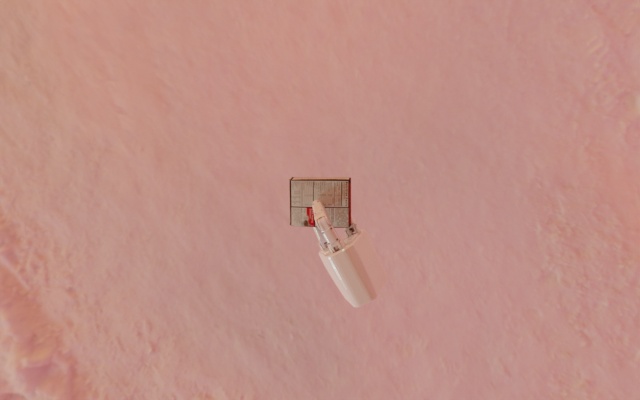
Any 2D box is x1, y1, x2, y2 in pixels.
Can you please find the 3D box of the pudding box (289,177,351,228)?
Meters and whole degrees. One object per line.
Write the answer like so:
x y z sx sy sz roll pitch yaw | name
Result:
0.000 0.003 0.873 0.113 0.090 0.039 1 8 5 | pudding box
